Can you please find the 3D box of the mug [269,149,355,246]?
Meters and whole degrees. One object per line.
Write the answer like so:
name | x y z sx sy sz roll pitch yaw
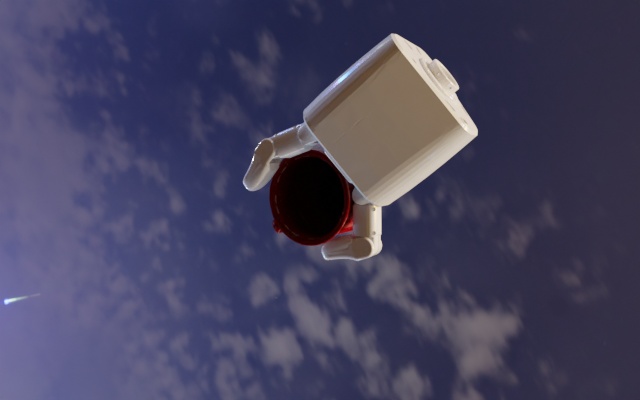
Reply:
mug | -0.001 0.002 0.499 0.117 0.093 0.081 -38 -16 29
